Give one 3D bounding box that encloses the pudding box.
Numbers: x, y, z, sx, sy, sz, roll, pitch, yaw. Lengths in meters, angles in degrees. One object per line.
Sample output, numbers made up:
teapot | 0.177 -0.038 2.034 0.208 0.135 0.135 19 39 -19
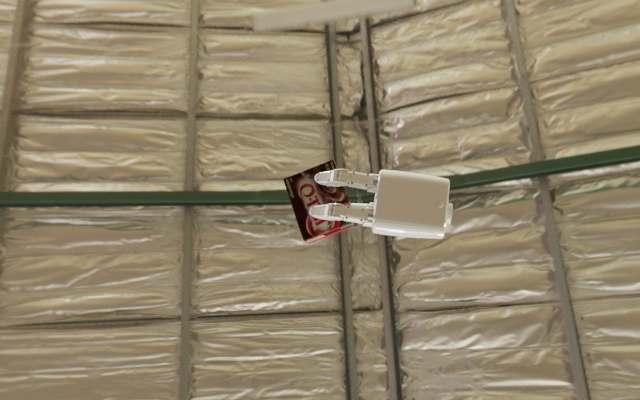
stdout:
pudding box | 0.000 0.003 0.771 0.090 0.113 0.039 -21 -18 4
